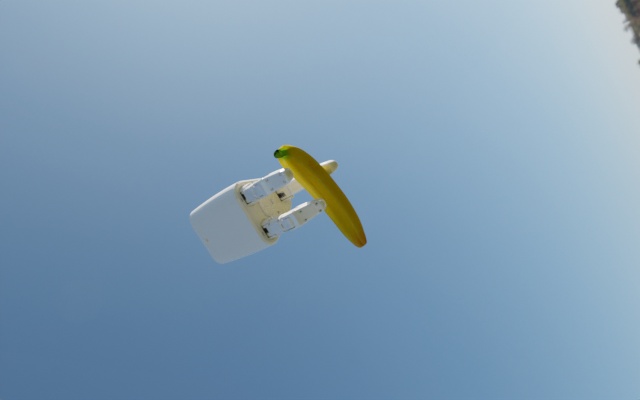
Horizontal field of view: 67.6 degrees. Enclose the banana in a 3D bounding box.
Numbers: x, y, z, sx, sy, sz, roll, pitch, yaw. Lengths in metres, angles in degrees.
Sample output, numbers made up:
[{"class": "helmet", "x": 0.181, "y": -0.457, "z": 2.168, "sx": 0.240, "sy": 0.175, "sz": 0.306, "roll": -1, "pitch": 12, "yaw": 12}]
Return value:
[{"class": "banana", "x": -0.001, "y": -0.012, "z": 0.646, "sx": 0.037, "sy": 0.069, "sz": 0.198, "roll": -29, "pitch": -56, "yaw": 25}]
